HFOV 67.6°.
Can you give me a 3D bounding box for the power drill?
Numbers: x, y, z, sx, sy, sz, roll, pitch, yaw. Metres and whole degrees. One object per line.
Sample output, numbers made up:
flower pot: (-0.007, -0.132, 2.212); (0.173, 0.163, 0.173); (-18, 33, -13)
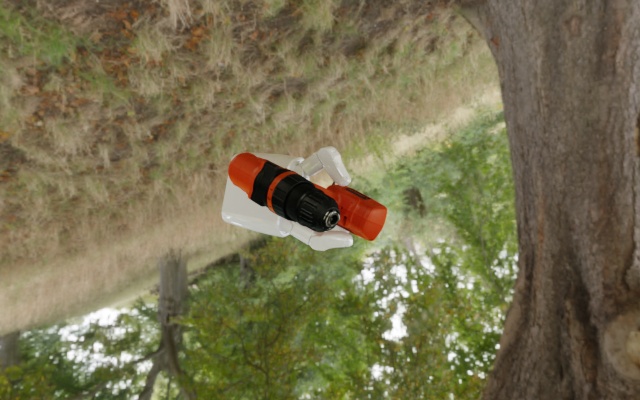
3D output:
power drill: (0.000, 0.002, 0.593); (0.188, 0.057, 0.184); (20, 8, -46)
